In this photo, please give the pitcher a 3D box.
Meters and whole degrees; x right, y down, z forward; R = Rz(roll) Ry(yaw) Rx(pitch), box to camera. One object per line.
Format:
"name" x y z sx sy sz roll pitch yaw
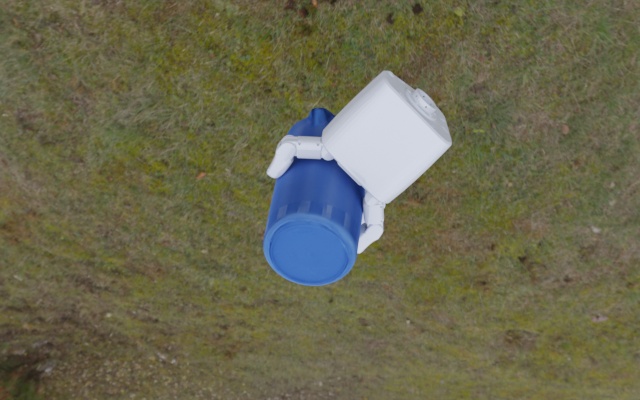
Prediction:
"pitcher" 0.000 0.002 0.637 0.149 0.145 0.242 36 31 -18
